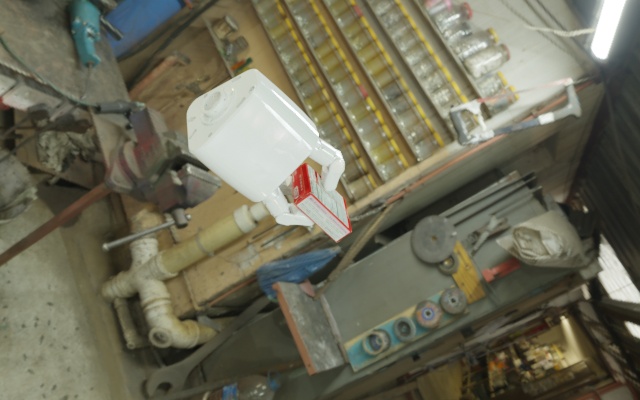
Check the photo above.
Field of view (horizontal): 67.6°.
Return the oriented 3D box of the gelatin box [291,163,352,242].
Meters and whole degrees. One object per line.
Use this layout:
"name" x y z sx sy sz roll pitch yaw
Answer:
"gelatin box" 0.001 0.002 0.629 0.030 0.073 0.089 -36 -58 19
